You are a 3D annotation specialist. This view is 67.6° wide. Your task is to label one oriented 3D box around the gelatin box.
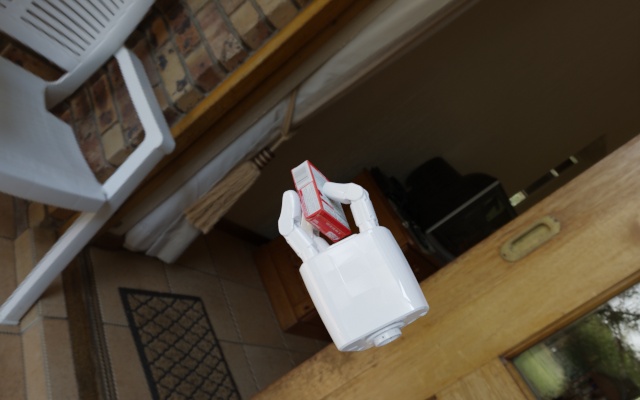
[{"bbox_3d":[0.000,0.002,0.626,0.030,0.089,0.073,-31,-40,16],"label":"gelatin box"}]
